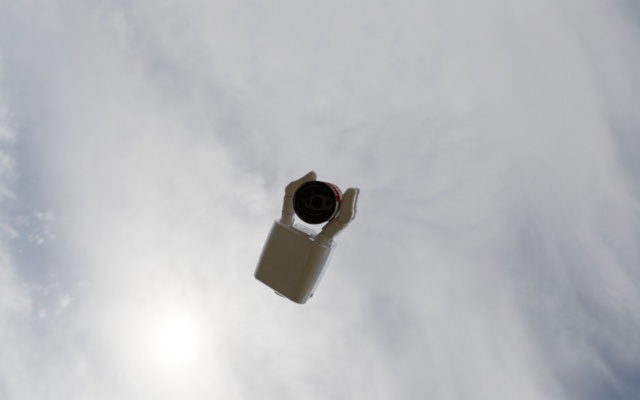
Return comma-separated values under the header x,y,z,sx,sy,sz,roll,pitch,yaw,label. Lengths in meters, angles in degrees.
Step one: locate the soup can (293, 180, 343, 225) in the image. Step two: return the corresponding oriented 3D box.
x,y,z,sx,sy,sz,roll,pitch,yaw,label
0.000,0.002,0.772,0.068,0.068,0.102,0,1,11,soup can
